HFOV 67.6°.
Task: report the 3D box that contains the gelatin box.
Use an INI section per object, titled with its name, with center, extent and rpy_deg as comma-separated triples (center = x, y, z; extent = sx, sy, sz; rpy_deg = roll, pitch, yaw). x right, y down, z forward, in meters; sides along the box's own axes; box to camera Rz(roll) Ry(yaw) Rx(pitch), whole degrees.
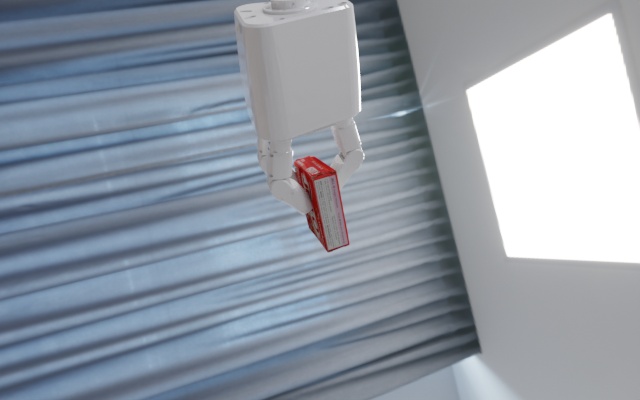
[gelatin box]
center = 0.001, 0.002, 0.527
extent = 0.030, 0.089, 0.073
rpy_deg = -17, 22, -12
